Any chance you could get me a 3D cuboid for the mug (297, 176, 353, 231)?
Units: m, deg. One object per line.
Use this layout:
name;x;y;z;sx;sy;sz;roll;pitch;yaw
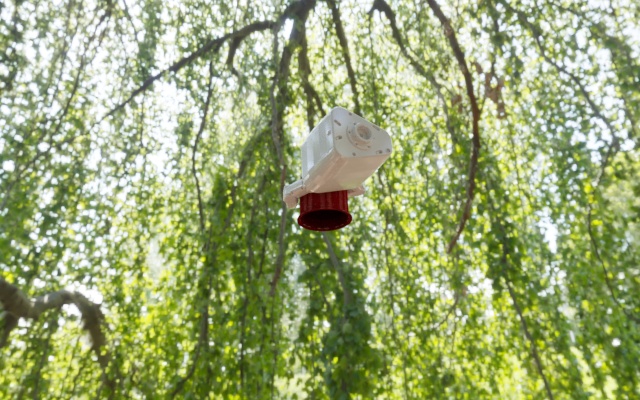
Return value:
mug;0.000;0.003;0.823;0.093;0.081;0.117;11;-30;-25
